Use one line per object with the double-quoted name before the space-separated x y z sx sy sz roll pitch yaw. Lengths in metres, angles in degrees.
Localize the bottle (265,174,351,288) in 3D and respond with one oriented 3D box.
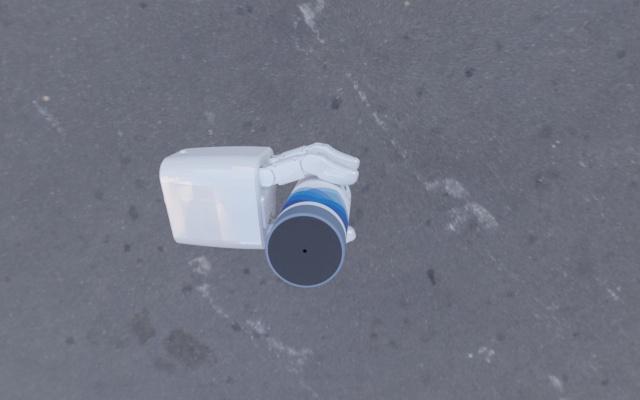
"bottle" 0.000 0.002 0.533 0.069 0.069 0.295 0 16 5
